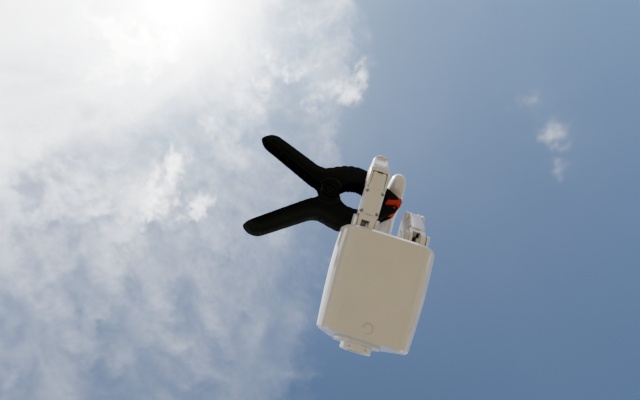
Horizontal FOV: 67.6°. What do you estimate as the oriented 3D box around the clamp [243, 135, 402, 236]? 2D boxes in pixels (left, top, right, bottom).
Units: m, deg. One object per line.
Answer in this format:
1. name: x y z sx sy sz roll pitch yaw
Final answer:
1. clamp: 0.000 0.002 0.524 0.171 0.120 0.039 17 -19 1
